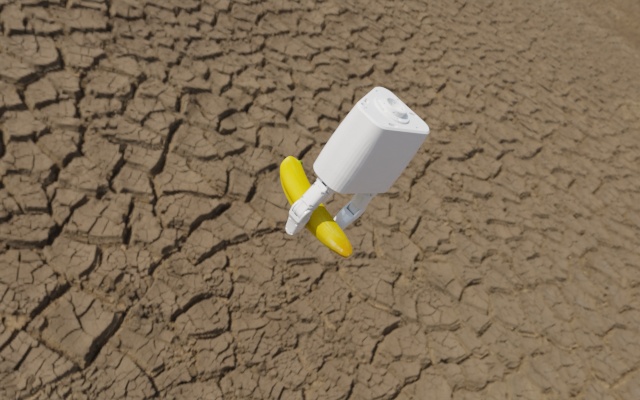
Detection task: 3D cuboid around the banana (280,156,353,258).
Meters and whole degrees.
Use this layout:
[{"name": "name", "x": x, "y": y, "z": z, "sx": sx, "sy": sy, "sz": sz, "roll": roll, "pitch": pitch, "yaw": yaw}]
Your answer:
[{"name": "banana", "x": -0.015, "y": -0.003, "z": 0.674, "sx": 0.069, "sy": 0.197, "sz": 0.037, "roll": 10, "pitch": -50, "yaw": -39}]
